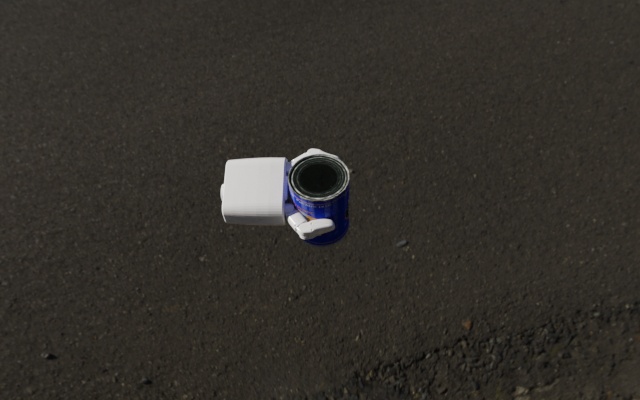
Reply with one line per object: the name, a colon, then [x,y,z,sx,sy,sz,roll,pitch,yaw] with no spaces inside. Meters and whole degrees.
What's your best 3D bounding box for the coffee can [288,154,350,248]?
coffee can: [0.000,0.003,0.839,0.103,0.102,0.140,0,-37,3]
